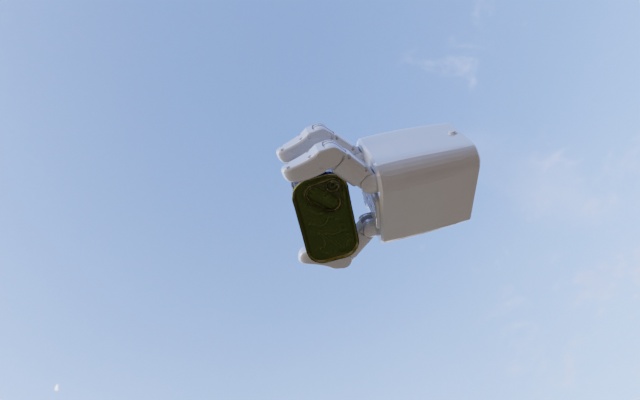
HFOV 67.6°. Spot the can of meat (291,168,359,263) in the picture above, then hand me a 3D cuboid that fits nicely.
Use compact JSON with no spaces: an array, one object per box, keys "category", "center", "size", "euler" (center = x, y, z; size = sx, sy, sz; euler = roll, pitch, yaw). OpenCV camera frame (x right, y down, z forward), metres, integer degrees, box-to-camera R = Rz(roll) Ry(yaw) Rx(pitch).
[{"category":"can of meat","center":[0.000,0.002,0.521],"size":[0.057,0.102,0.084],"euler":[-15,30,-2]}]
